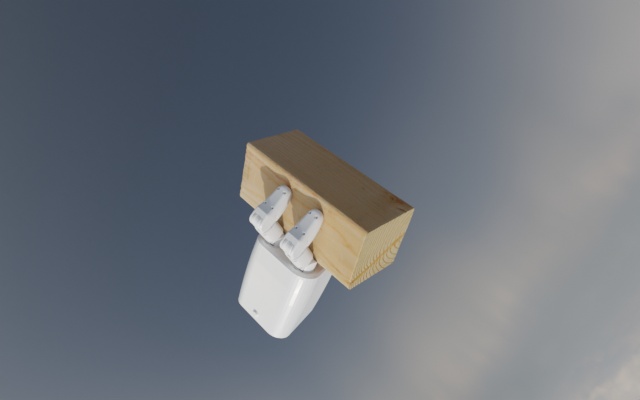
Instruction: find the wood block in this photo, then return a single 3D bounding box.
[{"bbox_3d":[0.000,0.002,0.603,0.206,0.090,0.091,37,40,30],"label":"wood block"}]
